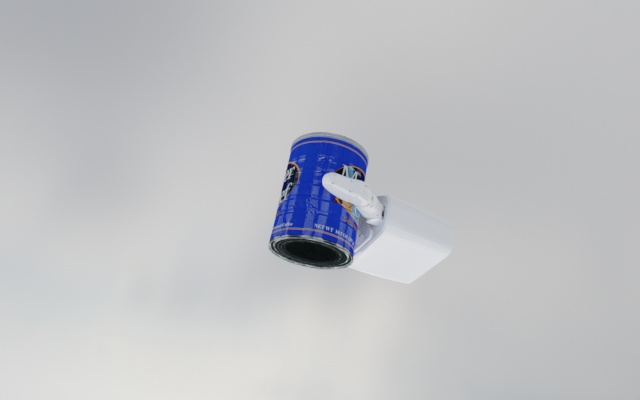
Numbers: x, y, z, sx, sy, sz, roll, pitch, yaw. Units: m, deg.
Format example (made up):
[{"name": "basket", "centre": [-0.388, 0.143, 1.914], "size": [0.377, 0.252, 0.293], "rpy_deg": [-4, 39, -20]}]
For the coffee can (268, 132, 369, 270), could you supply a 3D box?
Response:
[{"name": "coffee can", "centre": [0.000, 0.002, 0.590], "size": [0.103, 0.140, 0.103], "rpy_deg": [9, -25, 4]}]
